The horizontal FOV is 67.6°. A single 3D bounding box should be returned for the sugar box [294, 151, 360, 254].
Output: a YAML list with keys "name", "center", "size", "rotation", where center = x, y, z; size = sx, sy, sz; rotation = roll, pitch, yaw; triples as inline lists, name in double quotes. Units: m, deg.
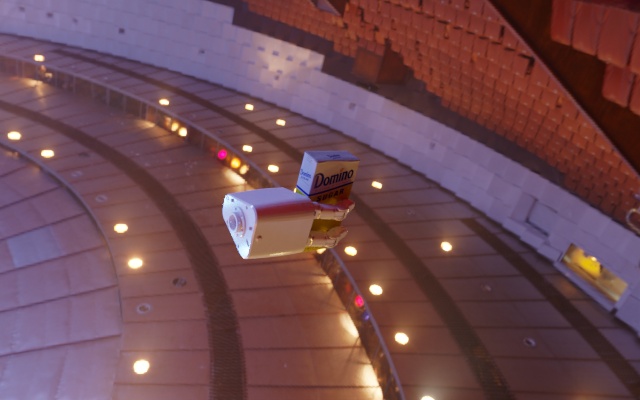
- name: "sugar box"
  center: [0.000, 0.003, 0.818]
  size: [0.093, 0.176, 0.048]
  rotation: [-6, 34, -37]
